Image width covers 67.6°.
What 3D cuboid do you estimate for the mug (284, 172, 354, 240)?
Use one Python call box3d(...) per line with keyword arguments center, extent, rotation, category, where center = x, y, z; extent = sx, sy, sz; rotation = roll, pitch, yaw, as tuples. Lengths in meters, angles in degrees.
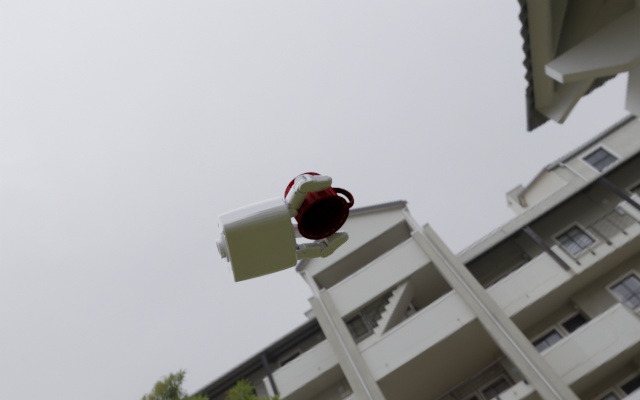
box3d(center=(0.001, 0.002, 0.806), extent=(0.117, 0.093, 0.081), rotation=(-15, 43, -20), category="mug")
